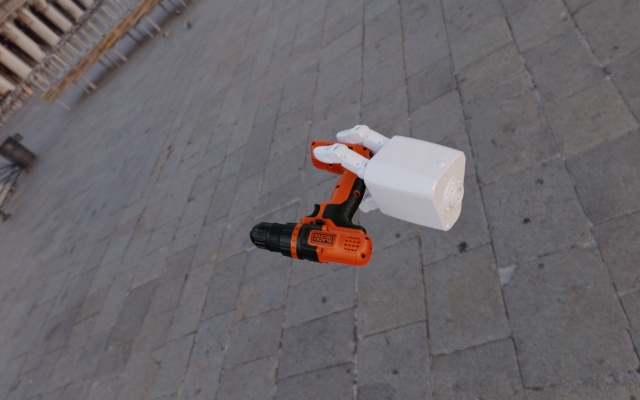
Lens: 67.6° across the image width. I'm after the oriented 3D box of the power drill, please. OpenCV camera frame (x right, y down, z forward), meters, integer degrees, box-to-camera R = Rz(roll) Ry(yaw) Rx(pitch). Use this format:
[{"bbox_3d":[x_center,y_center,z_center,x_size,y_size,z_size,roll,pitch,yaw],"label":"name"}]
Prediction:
[{"bbox_3d":[0.000,0.002,0.718,0.184,0.187,0.057,8,-24,16],"label":"power drill"}]
